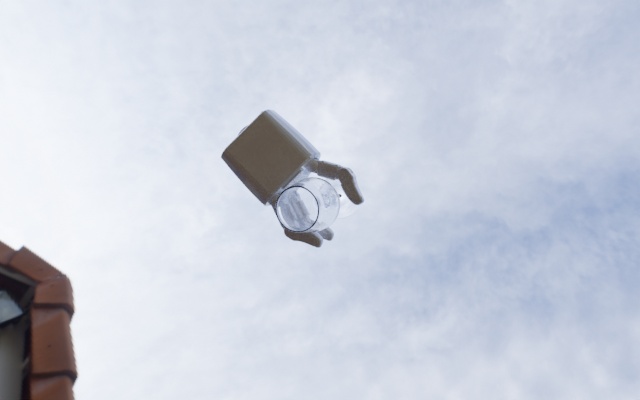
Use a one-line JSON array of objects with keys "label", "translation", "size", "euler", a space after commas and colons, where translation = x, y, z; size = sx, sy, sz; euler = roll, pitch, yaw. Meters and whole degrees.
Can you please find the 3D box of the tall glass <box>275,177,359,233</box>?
[{"label": "tall glass", "translation": [0.000, 0.002, 0.715], "size": [0.079, 0.079, 0.201], "euler": [0, 5, 18]}]
